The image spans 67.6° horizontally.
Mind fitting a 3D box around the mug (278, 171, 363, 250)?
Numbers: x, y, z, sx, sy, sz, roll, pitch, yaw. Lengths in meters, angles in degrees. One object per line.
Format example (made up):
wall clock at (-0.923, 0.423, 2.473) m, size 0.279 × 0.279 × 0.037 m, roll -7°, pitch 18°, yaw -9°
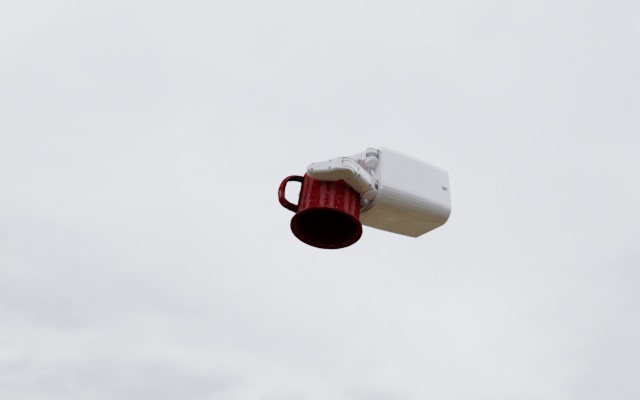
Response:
mug at (-0.001, 0.001, 0.623) m, size 0.117 × 0.081 × 0.093 m, roll 18°, pitch -40°, yaw -14°
